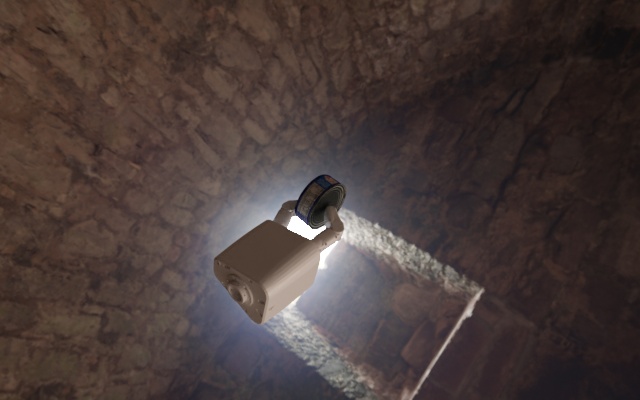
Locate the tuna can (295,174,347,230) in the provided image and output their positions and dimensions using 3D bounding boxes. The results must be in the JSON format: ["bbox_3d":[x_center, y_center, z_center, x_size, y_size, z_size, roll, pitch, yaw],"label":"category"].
[{"bbox_3d":[0.000,0.002,0.747,0.033,0.086,0.086,37,17,25],"label":"tuna can"}]
